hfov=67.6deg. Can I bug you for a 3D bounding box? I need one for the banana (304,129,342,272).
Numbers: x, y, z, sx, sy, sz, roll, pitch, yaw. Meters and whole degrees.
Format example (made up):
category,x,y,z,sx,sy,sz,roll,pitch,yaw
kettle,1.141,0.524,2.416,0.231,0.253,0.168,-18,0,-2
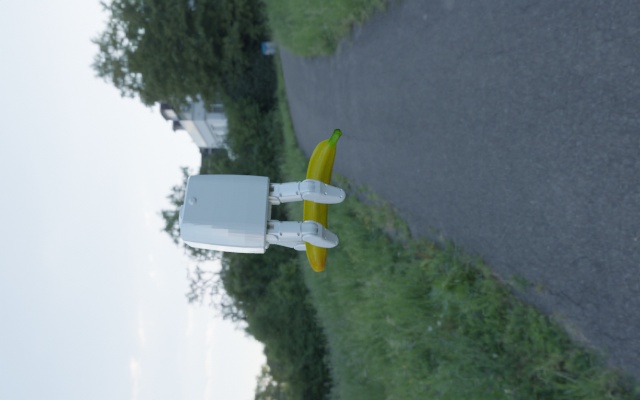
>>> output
category,x,y,z,sx,sy,sz,roll,pitch,yaw
banana,-0.003,0.000,0.678,0.037,0.198,0.069,7,-4,-10
